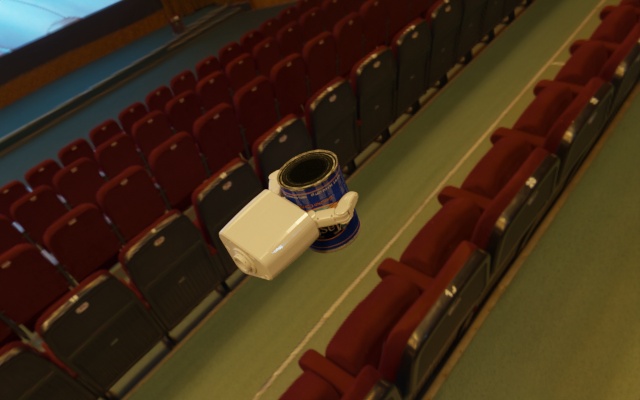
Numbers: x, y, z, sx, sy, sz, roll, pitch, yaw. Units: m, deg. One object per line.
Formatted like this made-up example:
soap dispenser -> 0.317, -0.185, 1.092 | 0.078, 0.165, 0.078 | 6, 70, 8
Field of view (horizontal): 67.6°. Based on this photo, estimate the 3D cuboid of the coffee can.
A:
coffee can -> 0.000, 0.003, 0.791 | 0.103, 0.140, 0.102 | -14, 36, 11
